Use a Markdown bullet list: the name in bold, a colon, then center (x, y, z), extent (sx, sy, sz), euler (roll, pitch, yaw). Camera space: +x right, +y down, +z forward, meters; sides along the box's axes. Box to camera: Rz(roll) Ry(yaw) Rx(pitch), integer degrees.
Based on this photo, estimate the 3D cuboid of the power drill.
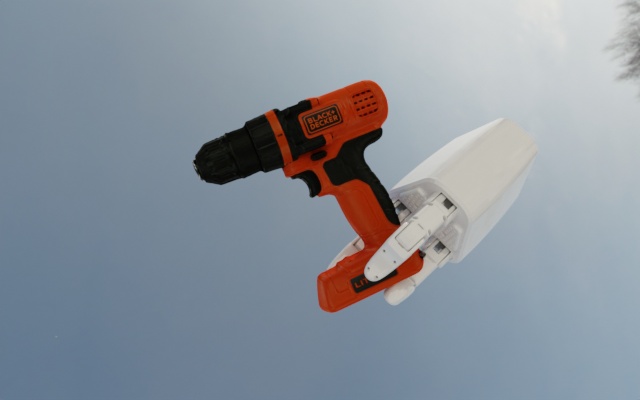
- **power drill**: center (0.000, 0.002, 0.436), extent (0.184, 0.187, 0.057), euler (-23, 5, -7)
